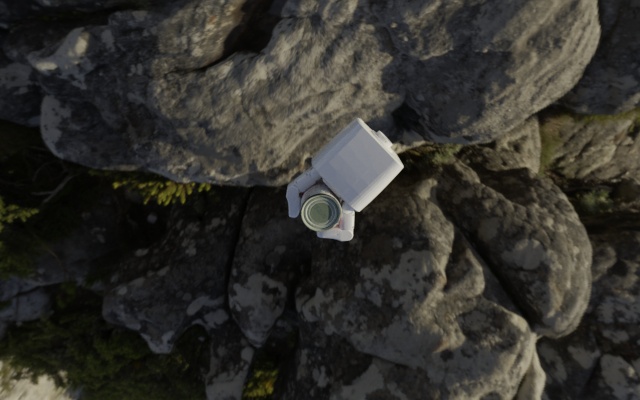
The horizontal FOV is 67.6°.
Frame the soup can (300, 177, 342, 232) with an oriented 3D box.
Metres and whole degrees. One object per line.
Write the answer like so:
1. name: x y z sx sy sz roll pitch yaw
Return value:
1. soup can: 0.000 0.003 0.809 0.068 0.068 0.102 0 21 -1
